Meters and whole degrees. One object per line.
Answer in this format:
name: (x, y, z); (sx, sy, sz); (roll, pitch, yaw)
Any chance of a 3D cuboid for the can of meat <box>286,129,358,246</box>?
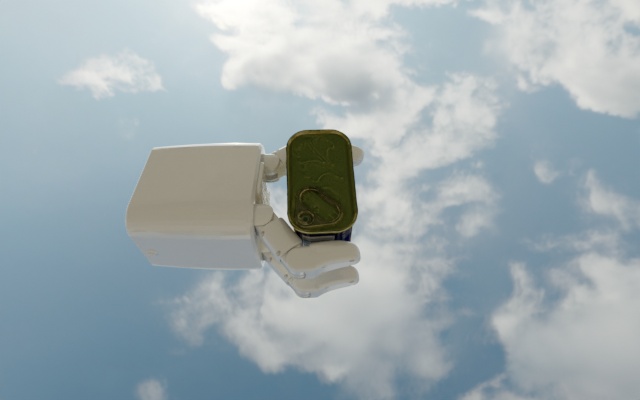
can of meat: (0.000, 0.002, 0.434); (0.057, 0.102, 0.084); (-3, -30, -2)
